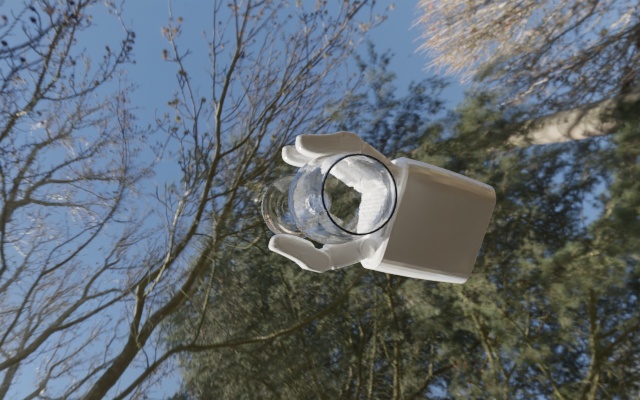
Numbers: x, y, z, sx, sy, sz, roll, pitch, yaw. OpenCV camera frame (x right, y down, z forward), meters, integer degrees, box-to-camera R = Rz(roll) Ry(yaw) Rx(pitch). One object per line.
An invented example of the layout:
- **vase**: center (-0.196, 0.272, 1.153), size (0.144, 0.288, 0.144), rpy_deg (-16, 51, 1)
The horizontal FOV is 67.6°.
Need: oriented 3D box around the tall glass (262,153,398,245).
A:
- **tall glass**: center (0.000, 0.002, 0.449), size (0.079, 0.079, 0.201), rpy_deg (0, -4, -17)
